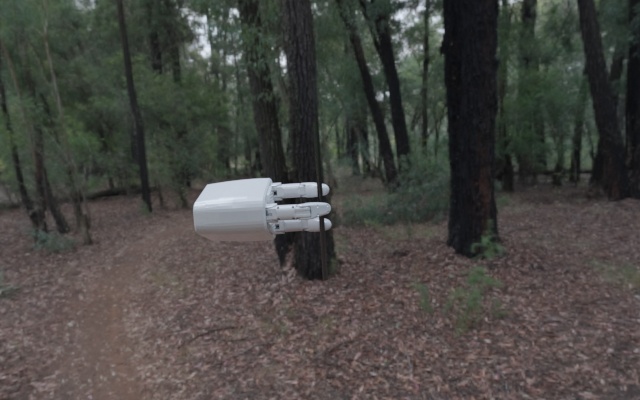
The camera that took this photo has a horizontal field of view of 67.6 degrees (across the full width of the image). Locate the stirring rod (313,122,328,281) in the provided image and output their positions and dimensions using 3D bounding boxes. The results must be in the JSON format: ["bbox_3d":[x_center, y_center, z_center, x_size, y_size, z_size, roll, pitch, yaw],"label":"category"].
[{"bbox_3d":[0.000,0.002,0.723,0.011,0.239,0.011,-4,5,0],"label":"stirring rod"}]
